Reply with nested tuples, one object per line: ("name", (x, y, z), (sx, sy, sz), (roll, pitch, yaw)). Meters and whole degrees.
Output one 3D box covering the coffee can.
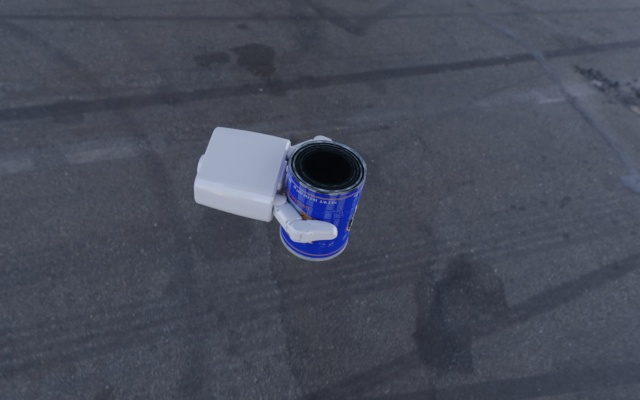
("coffee can", (0.000, 0.002, 0.664), (0.103, 0.102, 0.140), (0, -43, -11))
